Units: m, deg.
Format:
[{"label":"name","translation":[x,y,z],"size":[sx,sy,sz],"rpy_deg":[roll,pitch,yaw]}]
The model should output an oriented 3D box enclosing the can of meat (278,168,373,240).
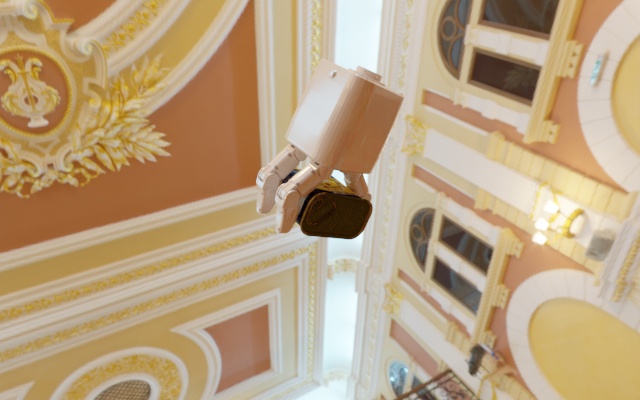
[{"label":"can of meat","translation":[0.000,0.002,0.603],"size":[0.102,0.057,0.084],"rpy_deg":[8,22,-39]}]
